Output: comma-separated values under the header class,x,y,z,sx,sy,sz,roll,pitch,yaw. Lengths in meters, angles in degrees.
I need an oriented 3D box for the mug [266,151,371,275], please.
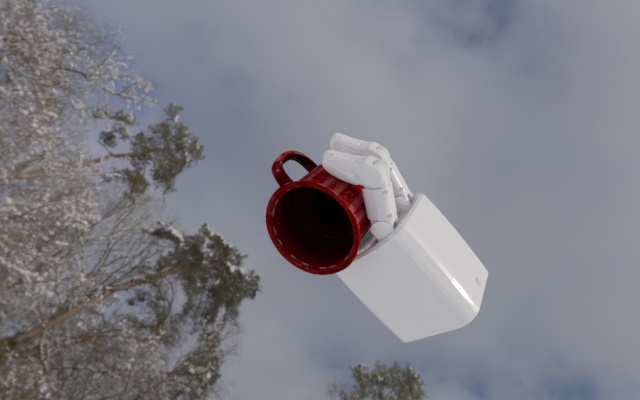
class,x,y,z,sx,sy,sz,roll,pitch,yaw
mug,-0.001,0.000,0.455,0.093,0.117,0.081,-41,2,35
